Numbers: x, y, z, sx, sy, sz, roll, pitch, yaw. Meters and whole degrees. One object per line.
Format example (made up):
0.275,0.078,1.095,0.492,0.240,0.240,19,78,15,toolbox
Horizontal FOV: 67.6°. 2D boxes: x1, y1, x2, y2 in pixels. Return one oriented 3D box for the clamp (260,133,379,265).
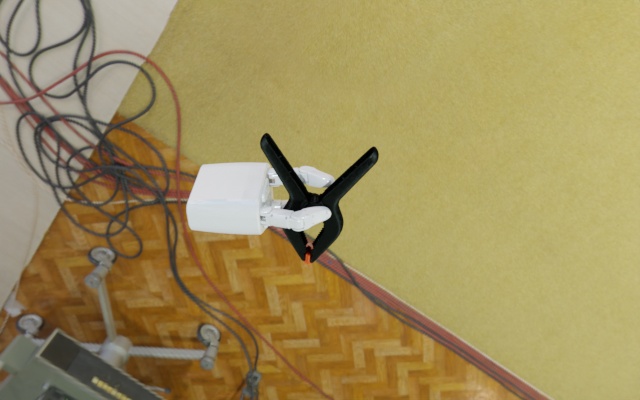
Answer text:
0.000,0.003,0.700,0.164,0.210,0.036,2,29,6,clamp
